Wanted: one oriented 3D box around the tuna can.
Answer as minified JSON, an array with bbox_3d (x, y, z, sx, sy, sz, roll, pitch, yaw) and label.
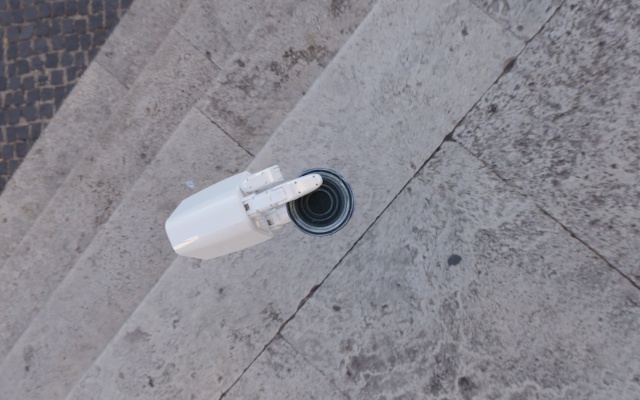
[{"bbox_3d":[0.000,0.002,0.595,0.086,0.086,0.034,0,1,6],"label":"tuna can"}]
